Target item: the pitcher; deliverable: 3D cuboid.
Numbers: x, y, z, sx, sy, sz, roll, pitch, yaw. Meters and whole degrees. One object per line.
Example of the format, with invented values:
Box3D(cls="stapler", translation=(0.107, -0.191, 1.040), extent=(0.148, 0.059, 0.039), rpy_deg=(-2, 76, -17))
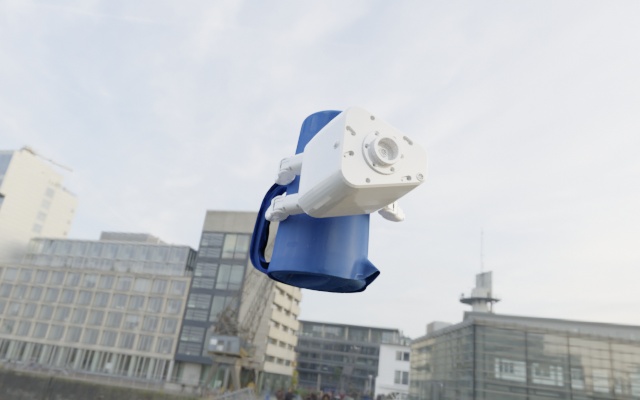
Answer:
Box3D(cls="pitcher", translation=(0.000, 0.002, 0.669), extent=(0.149, 0.242, 0.145), rpy_deg=(15, -21, -18))
